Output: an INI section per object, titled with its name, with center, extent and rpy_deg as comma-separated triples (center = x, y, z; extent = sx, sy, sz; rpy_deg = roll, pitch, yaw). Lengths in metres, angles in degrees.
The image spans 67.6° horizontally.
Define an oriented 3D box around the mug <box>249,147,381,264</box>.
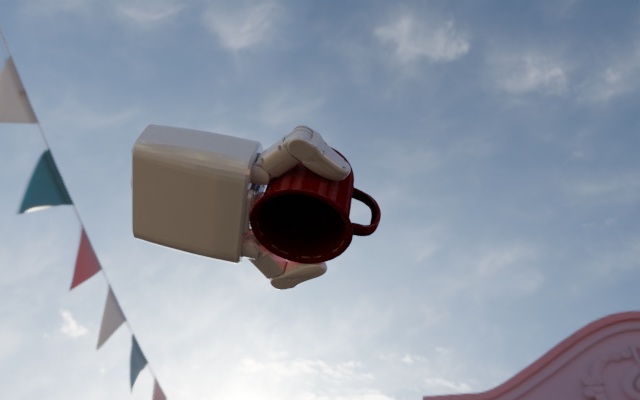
[mug]
center = 0.002, 0.002, 0.452
extent = 0.117, 0.093, 0.081
rpy_deg = 12, 43, 1
